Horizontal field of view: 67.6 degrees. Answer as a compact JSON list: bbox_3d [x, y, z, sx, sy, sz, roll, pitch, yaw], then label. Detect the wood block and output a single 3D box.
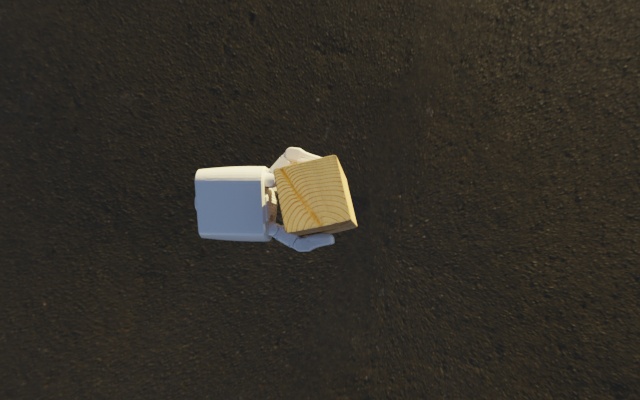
[{"bbox_3d":[0.000,0.003,0.726,0.090,0.091,0.206,-12,-7,6],"label":"wood block"}]
